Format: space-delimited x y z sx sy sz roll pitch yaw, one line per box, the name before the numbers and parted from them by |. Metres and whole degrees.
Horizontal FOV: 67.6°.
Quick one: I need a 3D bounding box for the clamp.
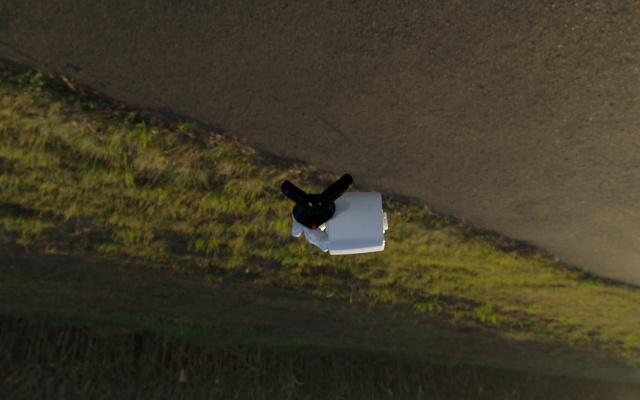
clamp | 0.000 0.003 0.844 0.120 0.039 0.171 -5 -24 2
